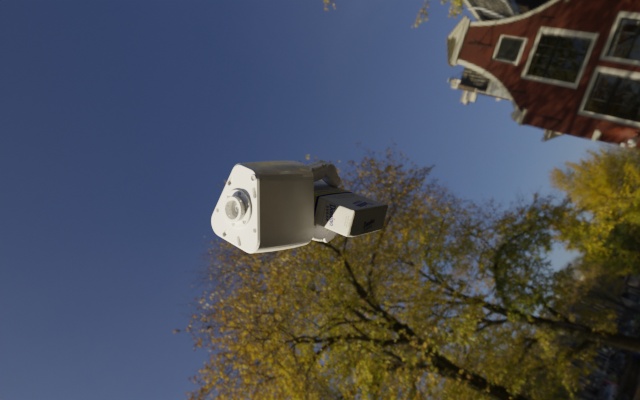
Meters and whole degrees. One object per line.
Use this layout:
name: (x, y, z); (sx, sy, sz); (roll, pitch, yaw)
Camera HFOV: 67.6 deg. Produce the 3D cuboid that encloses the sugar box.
sugar box: (0.000, 0.003, 0.707); (0.176, 0.048, 0.093); (24, 18, 34)
